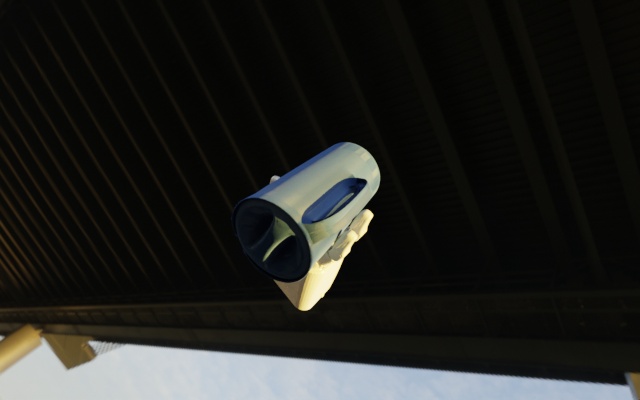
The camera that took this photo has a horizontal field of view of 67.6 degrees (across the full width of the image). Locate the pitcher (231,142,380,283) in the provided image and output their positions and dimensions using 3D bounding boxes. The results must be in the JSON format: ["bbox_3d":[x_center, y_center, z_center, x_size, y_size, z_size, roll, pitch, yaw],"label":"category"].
[{"bbox_3d":[0.000,0.002,0.714,0.149,0.145,0.242,31,42,17],"label":"pitcher"}]
